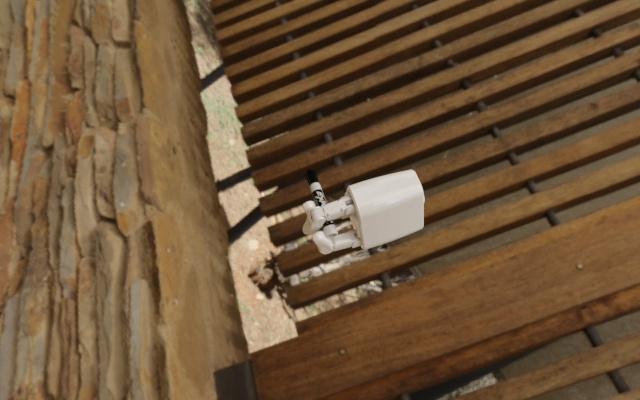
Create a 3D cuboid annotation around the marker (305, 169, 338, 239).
[{"bbox_3d":[0.000,0.002,0.748,0.020,0.121,0.020,-15,-26,-8],"label":"marker"}]
